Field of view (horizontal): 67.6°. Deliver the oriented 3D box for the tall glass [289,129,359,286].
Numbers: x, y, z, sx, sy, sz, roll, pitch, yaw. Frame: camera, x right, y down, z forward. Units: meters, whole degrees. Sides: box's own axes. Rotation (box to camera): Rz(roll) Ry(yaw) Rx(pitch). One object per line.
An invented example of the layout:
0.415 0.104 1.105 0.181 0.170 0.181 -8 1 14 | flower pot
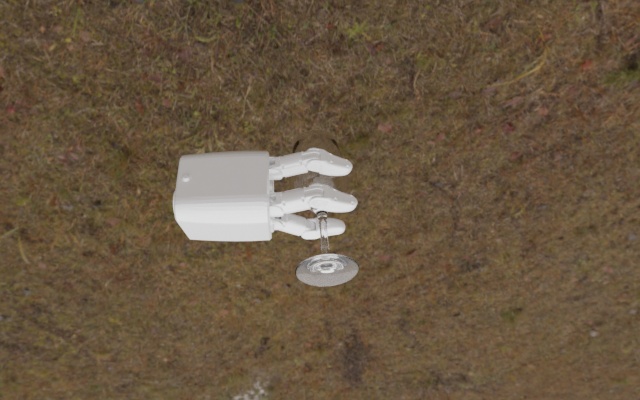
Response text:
0.000 0.003 0.607 0.079 0.200 0.079 -3 -36 -2 | tall glass
